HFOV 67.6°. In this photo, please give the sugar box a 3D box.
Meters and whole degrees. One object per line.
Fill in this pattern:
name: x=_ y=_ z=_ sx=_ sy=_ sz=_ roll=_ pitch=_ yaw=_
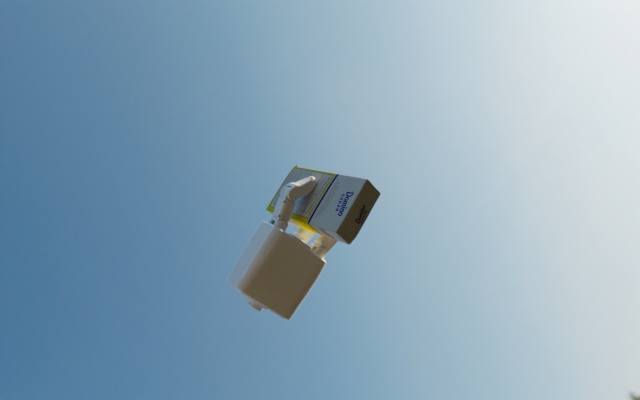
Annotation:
sugar box: x=0.000 y=0.003 z=0.737 sx=0.176 sy=0.093 sz=0.048 roll=17 pitch=-20 yaw=47
